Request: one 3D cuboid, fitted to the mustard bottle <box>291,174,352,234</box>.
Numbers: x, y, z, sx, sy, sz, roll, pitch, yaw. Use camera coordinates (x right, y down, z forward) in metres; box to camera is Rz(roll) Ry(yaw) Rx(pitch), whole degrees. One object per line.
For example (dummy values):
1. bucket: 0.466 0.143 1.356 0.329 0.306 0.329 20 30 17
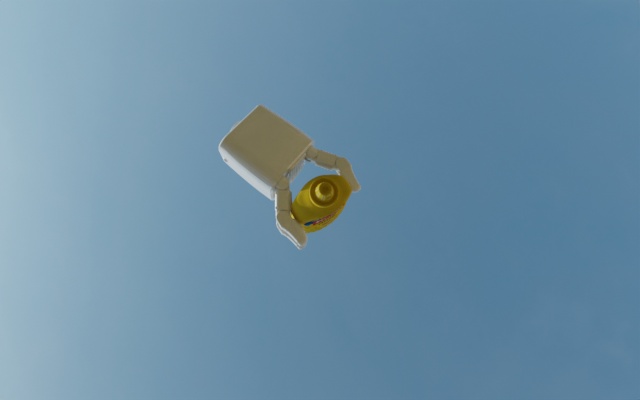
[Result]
1. mustard bottle: 0.000 0.003 0.725 0.096 0.058 0.192 -29 -8 -9
